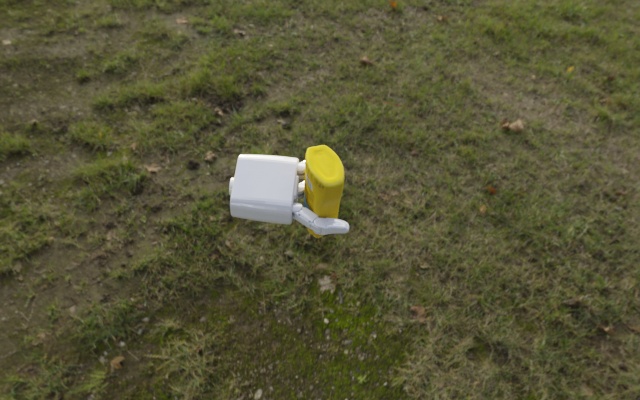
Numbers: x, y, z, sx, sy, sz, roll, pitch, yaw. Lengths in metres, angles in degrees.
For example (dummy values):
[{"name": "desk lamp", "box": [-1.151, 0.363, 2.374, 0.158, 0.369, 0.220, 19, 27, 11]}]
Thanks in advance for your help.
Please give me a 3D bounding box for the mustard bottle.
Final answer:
[{"name": "mustard bottle", "box": [0.000, 0.003, 0.837, 0.058, 0.096, 0.192, -13, -38, -16]}]
